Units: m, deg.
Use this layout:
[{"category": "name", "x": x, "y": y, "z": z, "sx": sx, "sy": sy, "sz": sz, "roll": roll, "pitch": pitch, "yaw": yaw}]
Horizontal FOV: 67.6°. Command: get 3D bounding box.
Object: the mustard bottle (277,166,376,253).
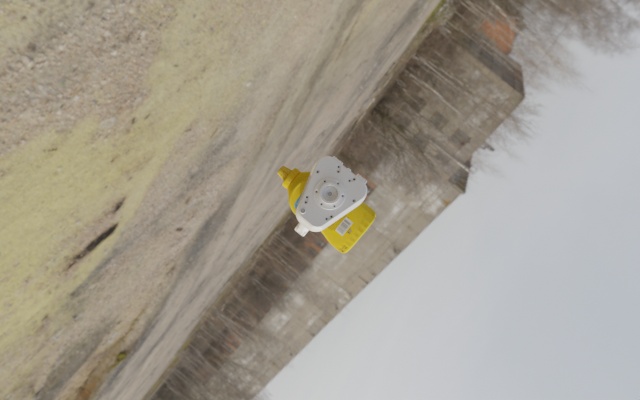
[{"category": "mustard bottle", "x": 0.000, "y": 0.003, "z": 0.873, "sx": 0.191, "sy": 0.096, "sz": 0.058, "roll": 39, "pitch": 19, "yaw": 1}]
